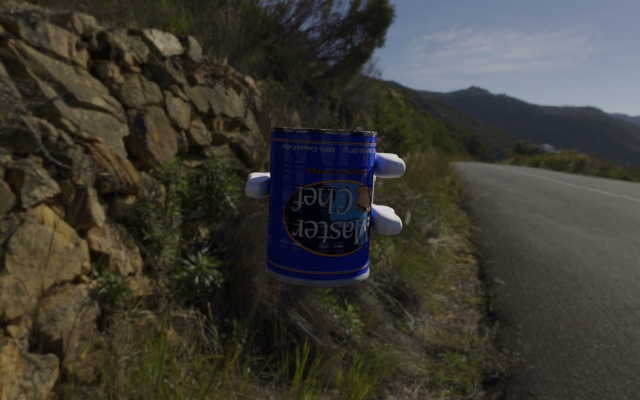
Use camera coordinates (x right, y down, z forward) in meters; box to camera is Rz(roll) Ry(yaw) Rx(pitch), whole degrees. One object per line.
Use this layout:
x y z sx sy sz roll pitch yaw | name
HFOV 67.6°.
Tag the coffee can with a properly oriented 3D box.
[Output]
0.000 0.002 0.464 0.103 0.140 0.103 3 8 0 | coffee can
